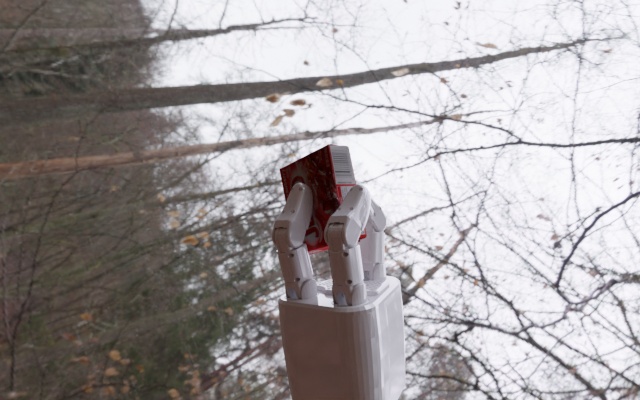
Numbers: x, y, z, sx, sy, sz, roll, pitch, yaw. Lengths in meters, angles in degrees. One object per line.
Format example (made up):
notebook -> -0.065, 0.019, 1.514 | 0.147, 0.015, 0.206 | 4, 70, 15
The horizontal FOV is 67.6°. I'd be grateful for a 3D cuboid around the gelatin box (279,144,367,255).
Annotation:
gelatin box -> 0.000, 0.001, 0.443 | 0.030, 0.089, 0.073 | -1, -14, -42
